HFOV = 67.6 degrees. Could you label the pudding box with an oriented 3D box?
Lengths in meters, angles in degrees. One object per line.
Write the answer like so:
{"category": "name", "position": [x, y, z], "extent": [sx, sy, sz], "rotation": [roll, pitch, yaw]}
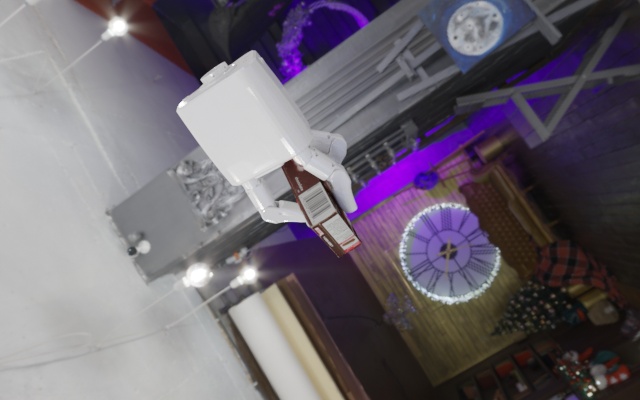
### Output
{"category": "pudding box", "position": [0.000, 0.002, 0.578], "extent": [0.039, 0.113, 0.090], "rotation": [-31, -37, 7]}
